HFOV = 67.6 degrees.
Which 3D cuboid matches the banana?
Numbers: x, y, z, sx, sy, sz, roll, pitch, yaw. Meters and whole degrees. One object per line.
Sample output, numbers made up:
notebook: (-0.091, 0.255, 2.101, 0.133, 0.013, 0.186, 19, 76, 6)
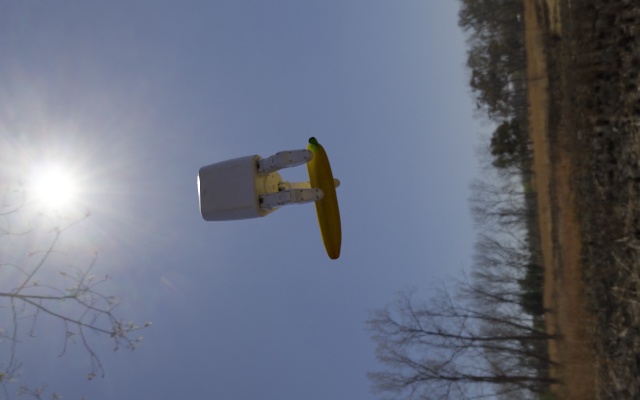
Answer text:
banana: (0.003, -0.007, 0.747, 0.037, 0.198, 0.069, -8, 18, 16)
